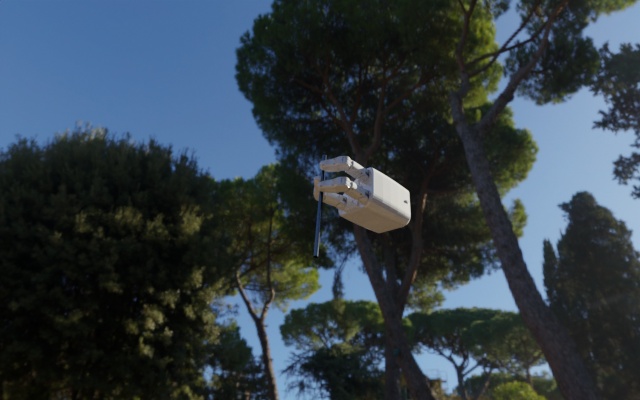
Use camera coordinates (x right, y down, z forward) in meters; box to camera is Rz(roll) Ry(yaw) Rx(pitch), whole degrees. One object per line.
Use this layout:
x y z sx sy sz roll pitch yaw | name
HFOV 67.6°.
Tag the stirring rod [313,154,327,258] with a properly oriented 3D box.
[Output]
0.000 0.003 0.891 0.011 0.239 0.011 3 -39 2 | stirring rod
